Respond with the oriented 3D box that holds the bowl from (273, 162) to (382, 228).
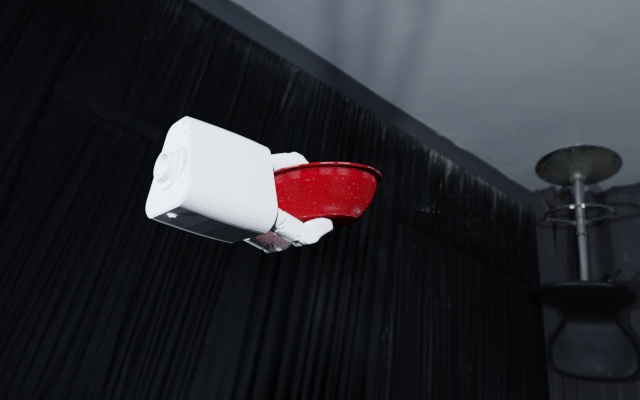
[{"bbox_3d":[0.001,0.003,0.611,0.162,0.055,0.162,-4,-14,-1],"label":"bowl"}]
